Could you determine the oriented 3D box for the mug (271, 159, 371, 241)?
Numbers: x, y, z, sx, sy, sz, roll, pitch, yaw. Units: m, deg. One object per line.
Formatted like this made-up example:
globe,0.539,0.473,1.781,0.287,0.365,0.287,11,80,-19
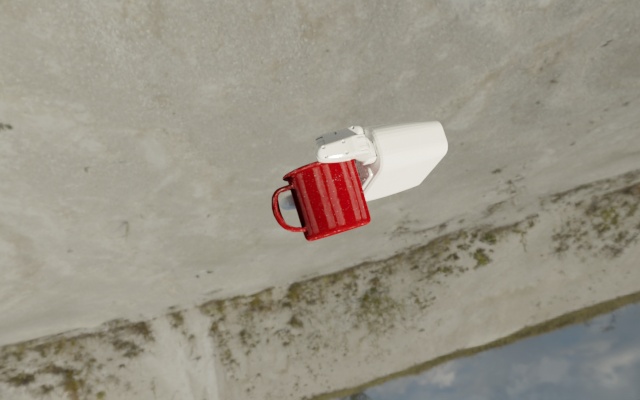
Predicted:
mug,-0.001,0.002,0.559,0.117,0.081,0.093,-14,-6,-25
